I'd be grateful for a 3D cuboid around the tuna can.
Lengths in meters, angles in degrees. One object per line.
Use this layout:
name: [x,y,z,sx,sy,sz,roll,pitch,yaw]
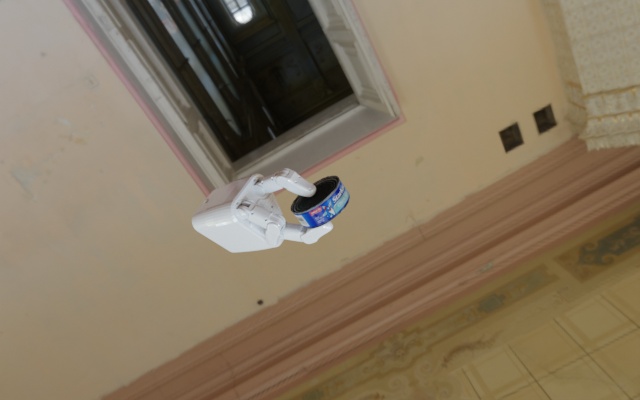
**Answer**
tuna can: [0.000,0.003,0.707,0.086,0.034,0.086,-30,22,14]
